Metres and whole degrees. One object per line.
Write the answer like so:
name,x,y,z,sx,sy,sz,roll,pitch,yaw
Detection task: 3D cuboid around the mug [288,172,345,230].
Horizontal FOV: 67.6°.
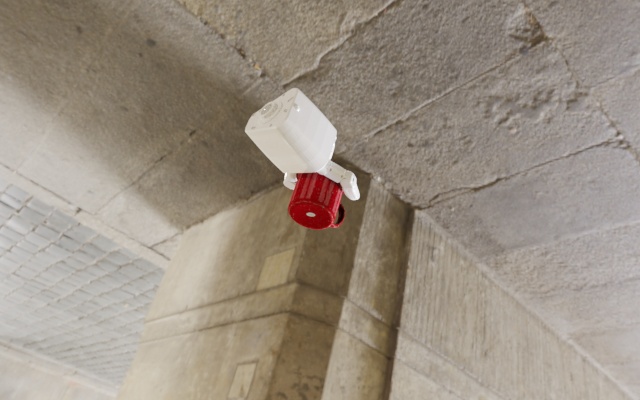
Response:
mug,0.001,0.004,0.827,0.093,0.081,0.117,-18,-49,38
